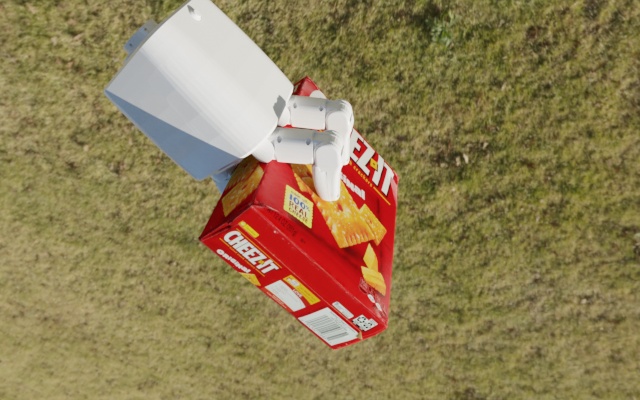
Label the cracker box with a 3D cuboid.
[{"bbox_3d":[0.000,0.002,0.452,0.072,0.164,0.213,-30,28,32],"label":"cracker box"}]
